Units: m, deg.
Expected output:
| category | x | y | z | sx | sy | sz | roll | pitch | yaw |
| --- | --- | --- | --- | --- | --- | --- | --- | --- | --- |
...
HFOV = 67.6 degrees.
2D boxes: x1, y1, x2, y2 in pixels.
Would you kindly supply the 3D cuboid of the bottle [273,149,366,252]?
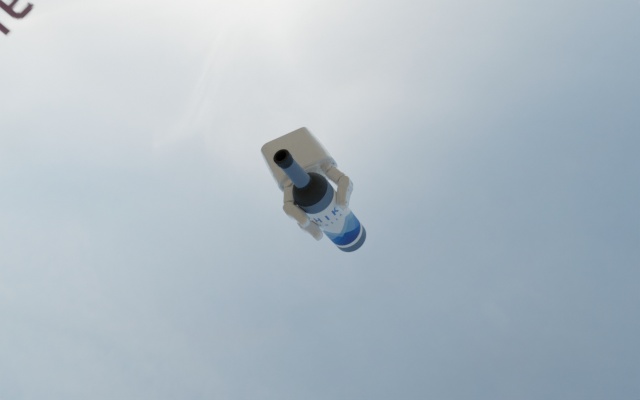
| category | x | y | z | sx | sy | sz | roll | pitch | yaw |
| --- | --- | --- | --- | --- | --- | --- | --- | --- | --- |
| bottle | 0.000 | 0.003 | 0.838 | 0.069 | 0.069 | 0.296 | 0 | -29 | 28 |
